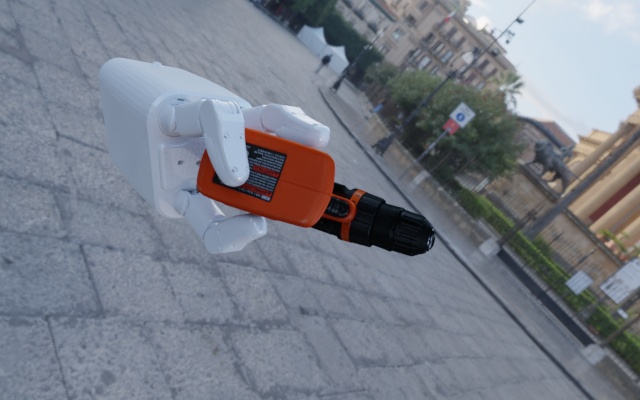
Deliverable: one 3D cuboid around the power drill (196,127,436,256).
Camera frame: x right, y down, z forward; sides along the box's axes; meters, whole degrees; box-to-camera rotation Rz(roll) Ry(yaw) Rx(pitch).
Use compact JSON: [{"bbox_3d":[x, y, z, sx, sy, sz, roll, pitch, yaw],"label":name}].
[{"bbox_3d":[0.000,0.001,0.405,0.184,0.057,0.188,16,-6,20],"label":"power drill"}]
